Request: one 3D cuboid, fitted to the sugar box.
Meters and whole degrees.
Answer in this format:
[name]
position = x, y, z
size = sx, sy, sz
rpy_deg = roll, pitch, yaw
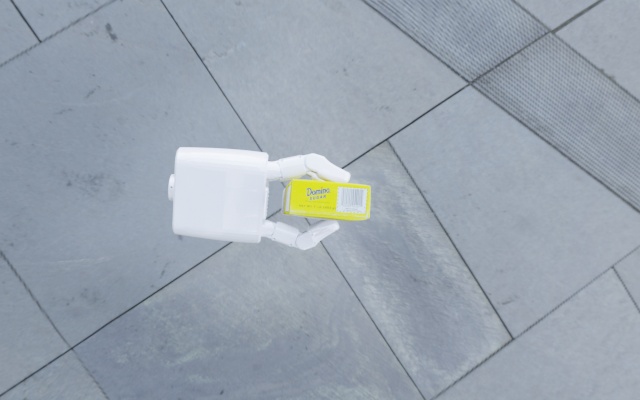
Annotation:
[sugar box]
position = 0.000, 0.001, 0.619
size = 0.093, 0.048, 0.176
rpy_deg = 5, 0, -8
